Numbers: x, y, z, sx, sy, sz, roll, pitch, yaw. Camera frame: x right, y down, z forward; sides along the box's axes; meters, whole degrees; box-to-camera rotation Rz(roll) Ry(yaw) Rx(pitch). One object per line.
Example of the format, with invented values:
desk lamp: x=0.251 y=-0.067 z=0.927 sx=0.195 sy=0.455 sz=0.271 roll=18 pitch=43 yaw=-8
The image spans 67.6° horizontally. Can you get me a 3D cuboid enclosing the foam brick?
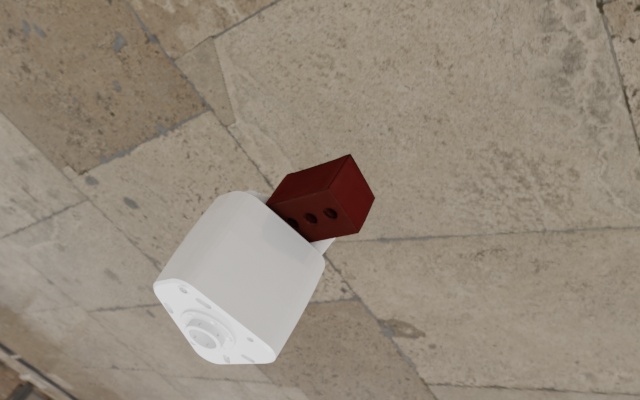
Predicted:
foam brick: x=0.000 y=0.001 z=0.434 sx=0.078 sy=0.053 sz=0.051 roll=-16 pitch=29 yaw=36
